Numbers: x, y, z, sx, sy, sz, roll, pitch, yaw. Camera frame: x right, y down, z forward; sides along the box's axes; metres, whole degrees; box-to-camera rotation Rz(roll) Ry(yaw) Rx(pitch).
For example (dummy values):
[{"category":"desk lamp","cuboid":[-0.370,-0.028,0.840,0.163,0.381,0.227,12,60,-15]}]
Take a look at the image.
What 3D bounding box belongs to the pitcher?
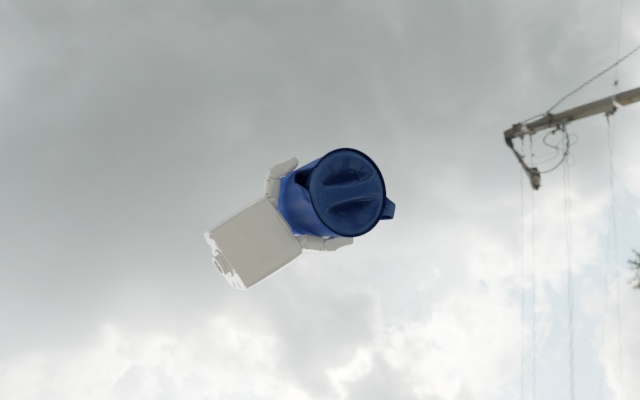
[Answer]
[{"category":"pitcher","cuboid":[0.000,0.003,0.805,0.145,0.149,0.243,-33,10,-26]}]
